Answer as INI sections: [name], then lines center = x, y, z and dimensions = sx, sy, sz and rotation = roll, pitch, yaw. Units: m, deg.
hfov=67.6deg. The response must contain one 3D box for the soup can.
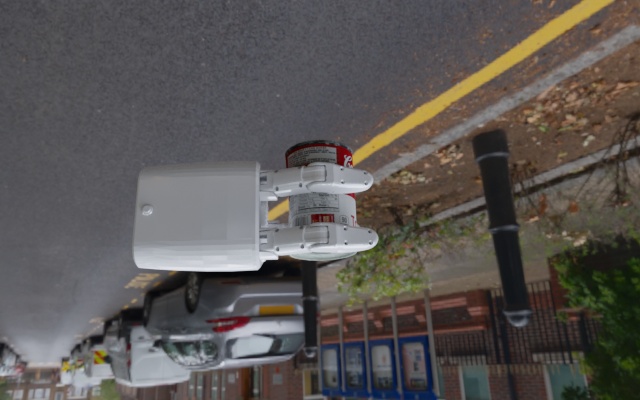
[soup can]
center = 0.001, 0.002, 0.462
dimensions = 0.068, 0.102, 0.068
rotation = -2, -19, -1
